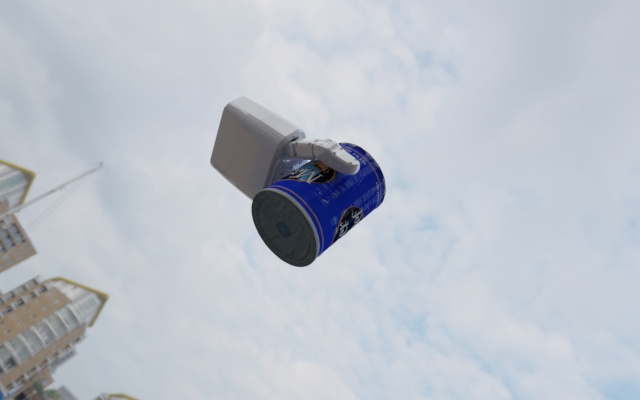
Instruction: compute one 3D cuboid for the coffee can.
[{"bbox_3d":[0.000,0.002,0.591,0.103,0.103,0.140,0,27,46],"label":"coffee can"}]
